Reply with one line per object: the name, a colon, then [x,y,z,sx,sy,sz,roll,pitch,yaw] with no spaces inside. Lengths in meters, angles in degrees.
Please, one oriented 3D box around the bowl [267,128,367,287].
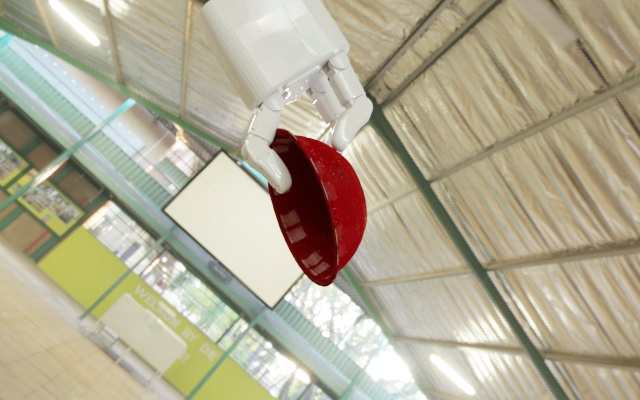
bowl: [0.001,0.003,0.479,0.055,0.162,0.162,-17,6,-22]
